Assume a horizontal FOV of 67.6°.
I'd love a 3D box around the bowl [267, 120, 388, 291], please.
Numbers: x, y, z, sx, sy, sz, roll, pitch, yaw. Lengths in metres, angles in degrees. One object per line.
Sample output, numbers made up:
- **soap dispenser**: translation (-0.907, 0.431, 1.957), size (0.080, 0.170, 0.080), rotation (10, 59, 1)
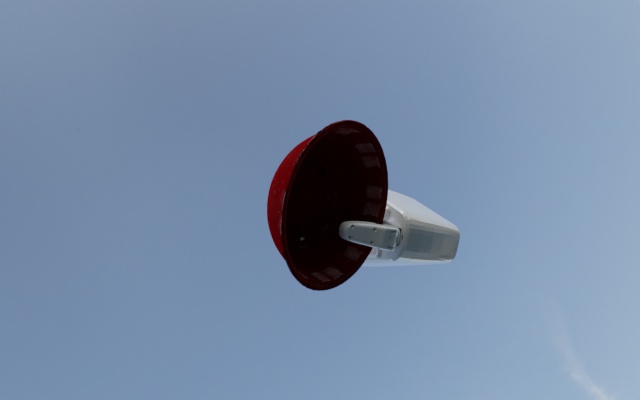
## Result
- **bowl**: translation (-0.001, 0.001, 0.460), size (0.055, 0.162, 0.162), rotation (14, 9, 37)
